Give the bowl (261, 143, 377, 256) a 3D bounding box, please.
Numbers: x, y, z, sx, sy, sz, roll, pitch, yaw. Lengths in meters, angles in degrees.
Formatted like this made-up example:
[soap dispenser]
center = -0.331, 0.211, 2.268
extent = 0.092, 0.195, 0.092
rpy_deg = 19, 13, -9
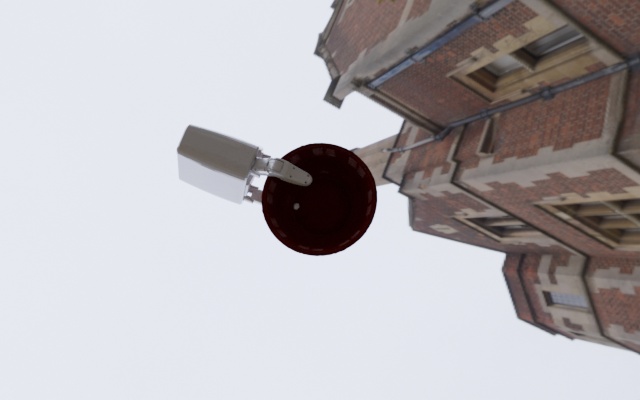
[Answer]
[bowl]
center = 0.001, 0.003, 0.682
extent = 0.162, 0.162, 0.055
rpy_deg = 0, -14, 6
